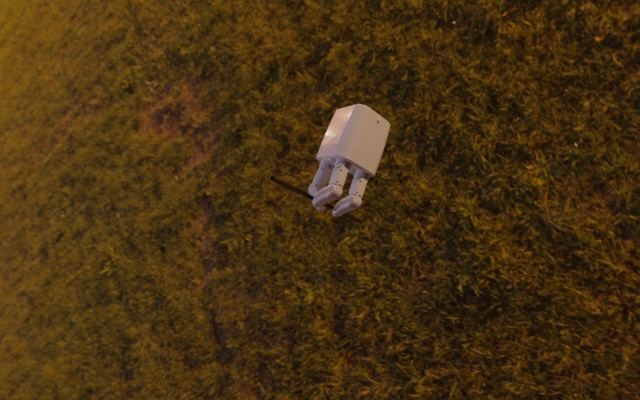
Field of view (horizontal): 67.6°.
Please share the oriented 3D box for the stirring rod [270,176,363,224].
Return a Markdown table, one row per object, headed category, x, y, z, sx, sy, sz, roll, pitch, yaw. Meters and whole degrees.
| category | x | y | z | sx | sy | sz | roll | pitch | yaw |
| --- | --- | --- | --- | --- | --- | --- | --- | --- | --- |
| stirring rod | 0.000 | 0.003 | 0.876 | 0.011 | 0.011 | 0.239 | 0 | -19 | 46 |
